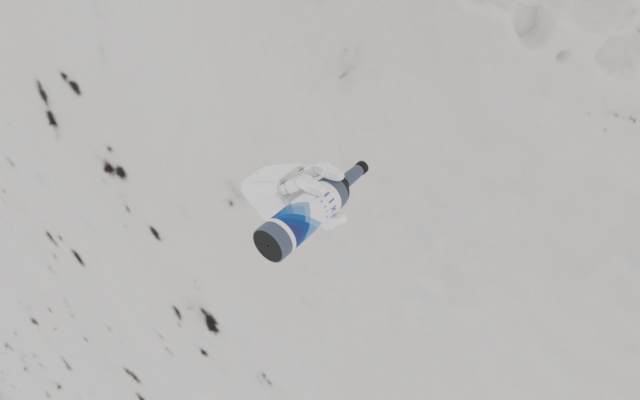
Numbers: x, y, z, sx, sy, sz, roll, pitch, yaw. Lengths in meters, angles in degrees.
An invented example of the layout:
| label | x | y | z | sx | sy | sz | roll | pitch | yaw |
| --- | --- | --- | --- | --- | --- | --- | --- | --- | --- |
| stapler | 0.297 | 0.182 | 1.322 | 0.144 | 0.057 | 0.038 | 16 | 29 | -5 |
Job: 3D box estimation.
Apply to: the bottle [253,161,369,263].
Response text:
| label | x | y | z | sx | sy | sz | roll | pitch | yaw |
| --- | --- | --- | --- | --- | --- | --- | --- | --- | --- |
| bottle | 0.000 | 0.003 | 0.872 | 0.069 | 0.069 | 0.295 | 0 | 29 | 42 |
